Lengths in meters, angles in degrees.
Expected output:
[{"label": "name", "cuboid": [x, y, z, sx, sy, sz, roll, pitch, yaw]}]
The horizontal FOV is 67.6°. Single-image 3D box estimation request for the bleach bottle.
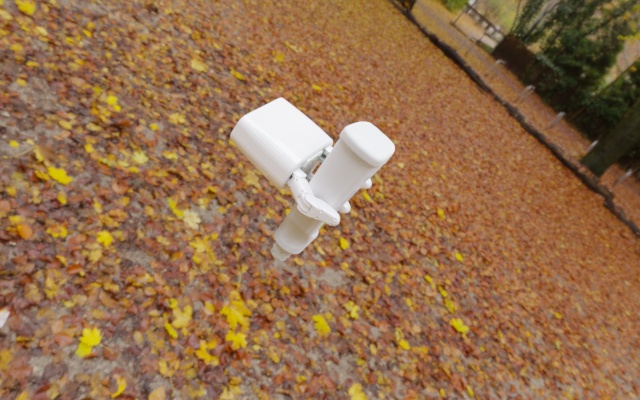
[{"label": "bleach bottle", "cuboid": [0.000, 0.002, 0.693, 0.068, 0.251, 0.102, 43, 28, 7]}]
